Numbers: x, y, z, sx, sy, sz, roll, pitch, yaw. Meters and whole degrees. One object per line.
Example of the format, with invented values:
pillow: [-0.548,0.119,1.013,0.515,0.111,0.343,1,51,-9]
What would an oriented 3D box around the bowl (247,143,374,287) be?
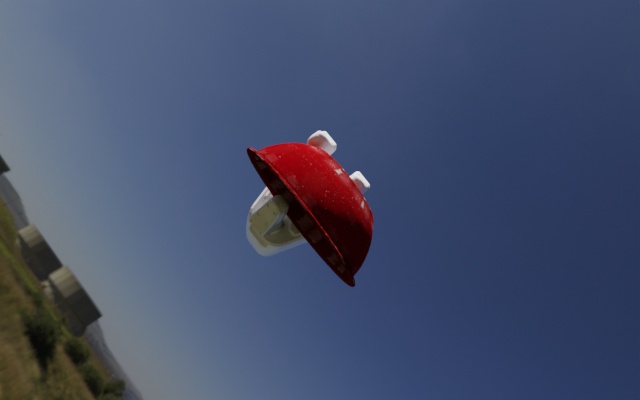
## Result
bowl: [0.001,0.001,0.449,0.055,0.162,0.162,-37,6,-8]
